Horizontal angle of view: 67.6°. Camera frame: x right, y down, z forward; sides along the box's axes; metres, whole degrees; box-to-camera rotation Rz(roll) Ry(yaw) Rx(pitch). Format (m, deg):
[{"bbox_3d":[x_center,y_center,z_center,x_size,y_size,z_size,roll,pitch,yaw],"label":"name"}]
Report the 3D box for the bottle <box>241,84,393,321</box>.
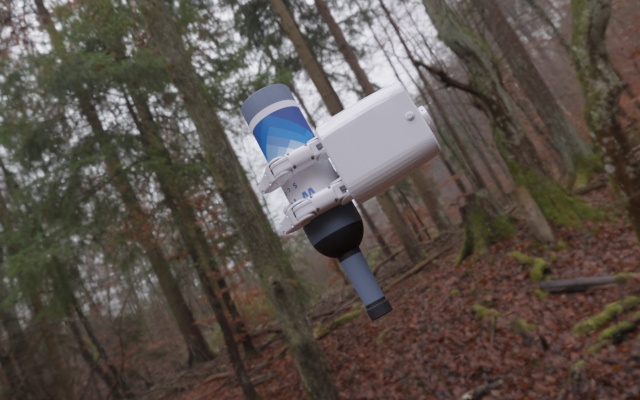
[{"bbox_3d":[0.000,0.002,0.563,0.069,0.295,0.069,-27,-12,-6],"label":"bottle"}]
